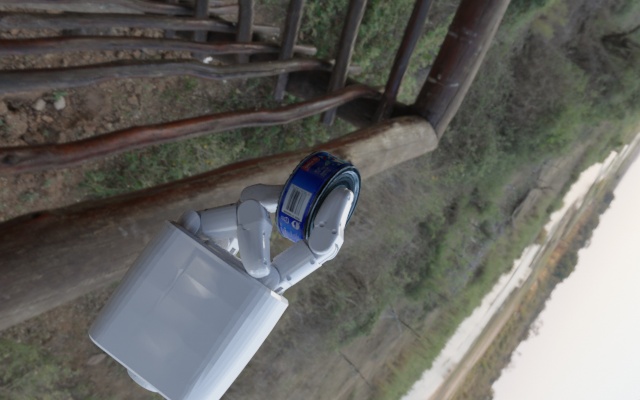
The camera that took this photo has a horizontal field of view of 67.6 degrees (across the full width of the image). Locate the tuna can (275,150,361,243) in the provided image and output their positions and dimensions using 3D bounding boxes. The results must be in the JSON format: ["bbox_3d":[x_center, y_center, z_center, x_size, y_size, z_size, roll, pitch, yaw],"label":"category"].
[{"bbox_3d":[0.001,0.002,0.423,0.033,0.086,0.086,27,13,26],"label":"tuna can"}]
